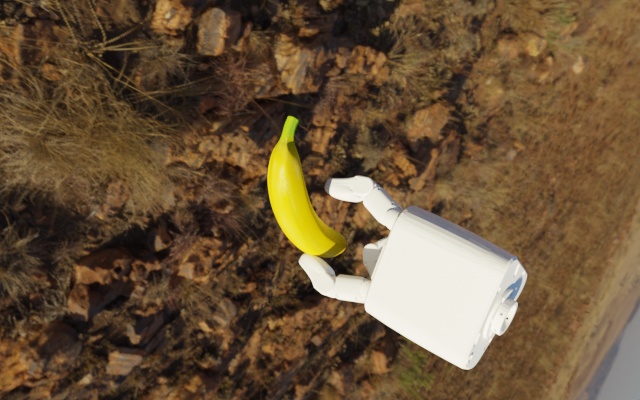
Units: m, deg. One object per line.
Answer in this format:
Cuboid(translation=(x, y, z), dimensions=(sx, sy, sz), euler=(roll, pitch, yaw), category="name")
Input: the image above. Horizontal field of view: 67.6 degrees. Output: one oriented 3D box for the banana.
Cuboid(translation=(-0.013, 0.012, 0.489), dimensions=(0.037, 0.069, 0.198), euler=(26, -29, 36), category="banana")
